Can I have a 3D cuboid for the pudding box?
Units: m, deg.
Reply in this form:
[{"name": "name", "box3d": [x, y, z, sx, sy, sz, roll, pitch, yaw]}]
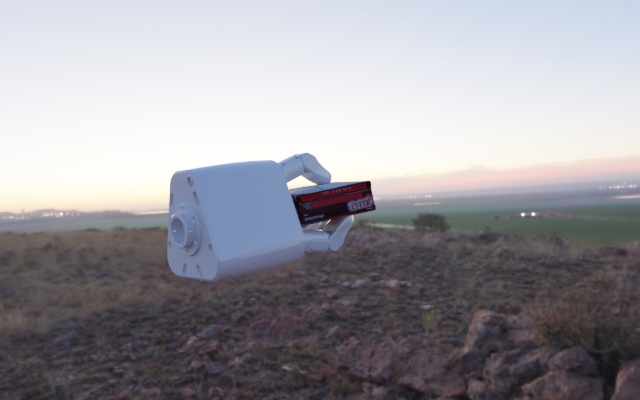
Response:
[{"name": "pudding box", "box3d": [0.000, 0.002, 0.558, 0.090, 0.039, 0.113, -11, 6, -18]}]
